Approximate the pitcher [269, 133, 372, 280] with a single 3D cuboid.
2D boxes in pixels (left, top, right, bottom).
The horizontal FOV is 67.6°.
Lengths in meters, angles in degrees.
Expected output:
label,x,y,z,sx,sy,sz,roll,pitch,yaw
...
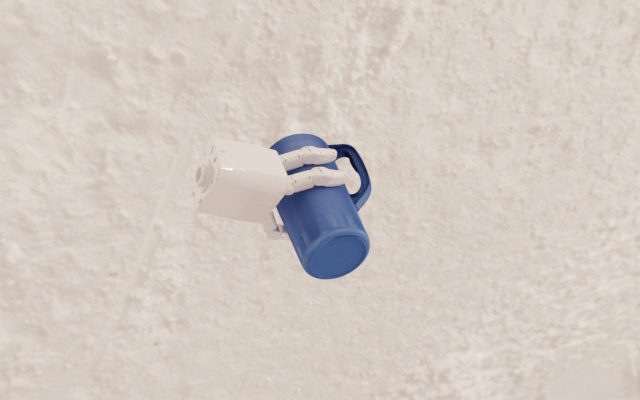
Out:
label,x,y,z,sx,sy,sz,roll,pitch,yaw
pitcher,0.000,0.003,0.781,0.145,0.149,0.242,13,34,-31
